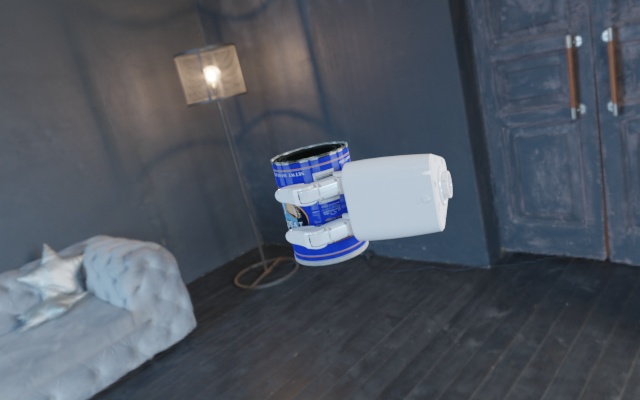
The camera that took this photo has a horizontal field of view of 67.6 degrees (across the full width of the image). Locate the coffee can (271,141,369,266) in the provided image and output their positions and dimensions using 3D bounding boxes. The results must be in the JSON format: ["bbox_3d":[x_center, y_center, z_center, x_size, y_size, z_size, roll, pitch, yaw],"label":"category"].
[{"bbox_3d":[0.000,0.002,0.636,0.103,0.140,0.102,-12,15,3],"label":"coffee can"}]
